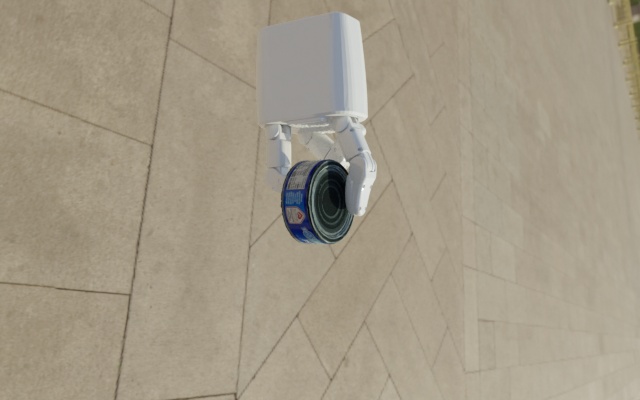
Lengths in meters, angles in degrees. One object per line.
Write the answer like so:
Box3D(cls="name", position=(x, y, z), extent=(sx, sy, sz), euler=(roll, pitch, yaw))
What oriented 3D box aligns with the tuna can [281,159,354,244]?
Box3D(cls="tuna can", position=(0.001, 0.002, 0.480), extent=(0.034, 0.086, 0.086), euler=(-1, -1, 36))
